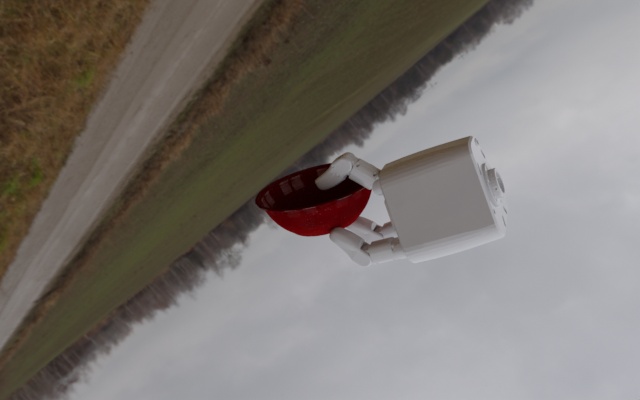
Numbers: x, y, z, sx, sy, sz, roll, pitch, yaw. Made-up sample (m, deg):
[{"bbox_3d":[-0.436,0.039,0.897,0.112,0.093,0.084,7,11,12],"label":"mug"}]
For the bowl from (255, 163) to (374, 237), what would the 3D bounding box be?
[{"bbox_3d":[-0.001,0.002,0.620,0.162,0.055,0.162,-13,20,5],"label":"bowl"}]
